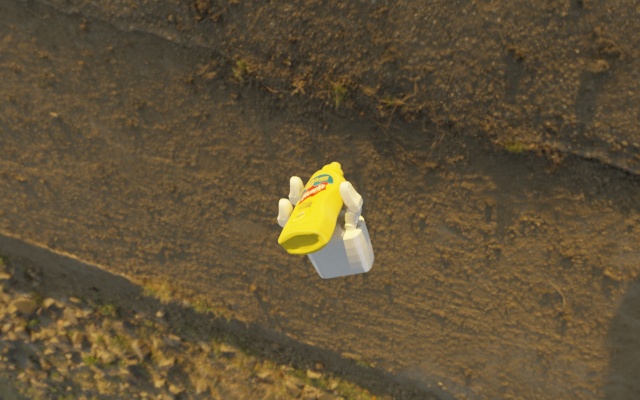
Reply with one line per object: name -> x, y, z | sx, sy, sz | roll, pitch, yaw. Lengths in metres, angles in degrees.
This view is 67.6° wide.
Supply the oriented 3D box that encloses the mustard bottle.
mustard bottle -> 0.000, 0.003, 0.823 | 0.096, 0.191, 0.058 | -22, -58, 40
